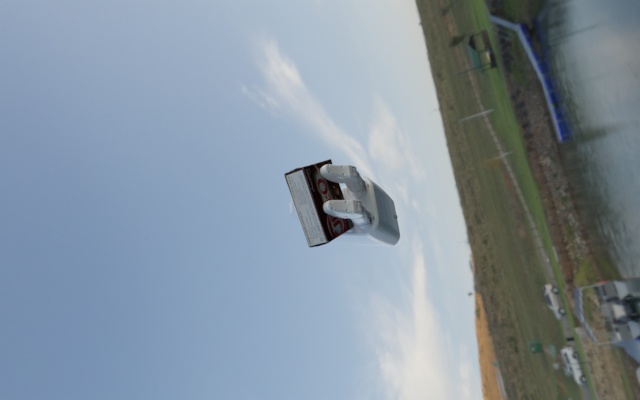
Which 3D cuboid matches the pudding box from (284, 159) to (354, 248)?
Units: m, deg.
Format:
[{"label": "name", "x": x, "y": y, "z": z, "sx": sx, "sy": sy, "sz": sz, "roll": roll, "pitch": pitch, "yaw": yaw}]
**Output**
[{"label": "pudding box", "x": 0.000, "y": 0.002, "z": 0.692, "sx": 0.039, "sy": 0.113, "sz": 0.090, "roll": -20, "pitch": 2, "yaw": 28}]
